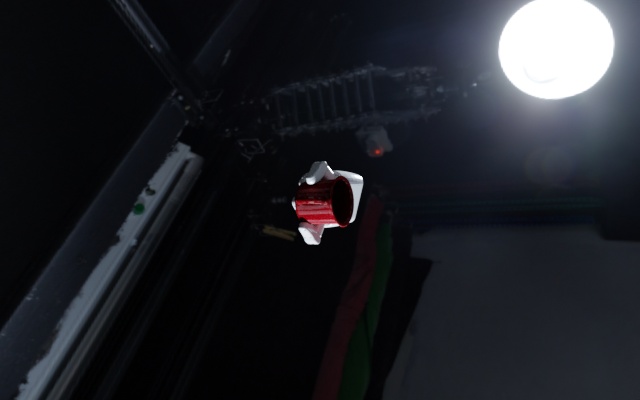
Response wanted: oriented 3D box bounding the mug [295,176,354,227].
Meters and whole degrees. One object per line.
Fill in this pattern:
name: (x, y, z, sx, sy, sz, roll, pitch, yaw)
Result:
mug: (-0.001, 0.003, 0.872, 0.081, 0.093, 0.117, -3, -2, 30)
